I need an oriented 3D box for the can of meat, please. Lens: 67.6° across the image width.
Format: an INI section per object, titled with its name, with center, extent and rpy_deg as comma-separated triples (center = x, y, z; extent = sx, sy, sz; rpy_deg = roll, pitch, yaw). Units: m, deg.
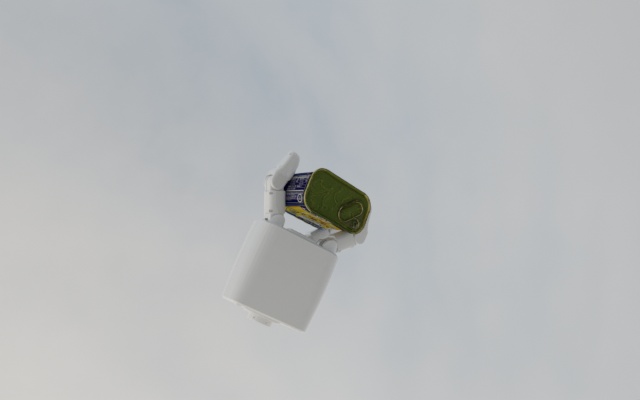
[can of meat]
center = 0.000, 0.002, 0.627
extent = 0.102, 0.057, 0.084
rpy_deg = 30, -17, -31
